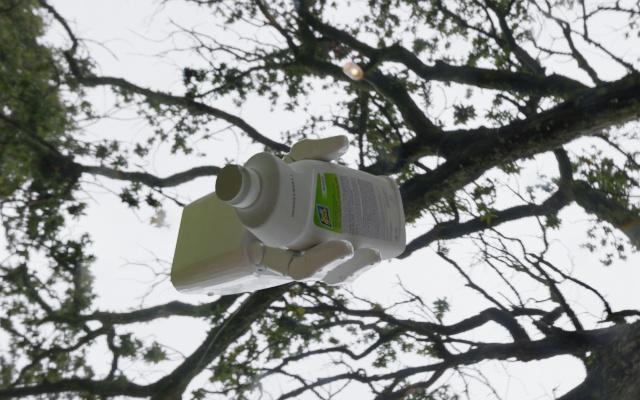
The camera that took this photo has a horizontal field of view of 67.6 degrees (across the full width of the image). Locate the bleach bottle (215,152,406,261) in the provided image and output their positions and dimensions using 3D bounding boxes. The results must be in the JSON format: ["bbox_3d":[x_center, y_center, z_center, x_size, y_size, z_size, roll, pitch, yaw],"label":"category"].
[{"bbox_3d":[0.000,0.002,0.456,0.068,0.102,0.251,-18,-20,30],"label":"bleach bottle"}]
